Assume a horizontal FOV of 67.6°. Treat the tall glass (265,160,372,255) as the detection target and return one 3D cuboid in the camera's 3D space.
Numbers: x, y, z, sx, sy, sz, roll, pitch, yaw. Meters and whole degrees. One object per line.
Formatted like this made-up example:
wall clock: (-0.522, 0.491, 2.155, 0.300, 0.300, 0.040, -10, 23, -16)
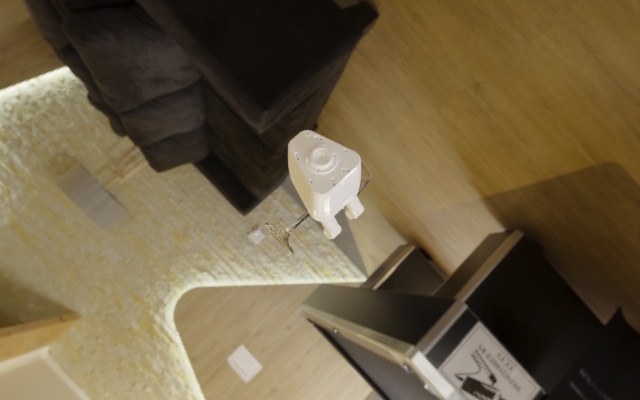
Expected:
tall glass: (0.000, 0.003, 0.848, 0.201, 0.079, 0.079, -42, 13, -15)
